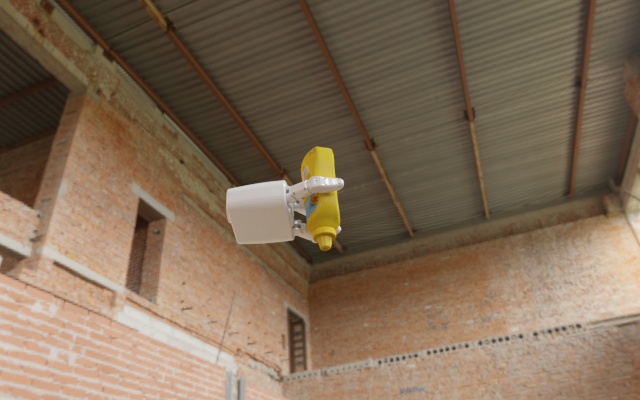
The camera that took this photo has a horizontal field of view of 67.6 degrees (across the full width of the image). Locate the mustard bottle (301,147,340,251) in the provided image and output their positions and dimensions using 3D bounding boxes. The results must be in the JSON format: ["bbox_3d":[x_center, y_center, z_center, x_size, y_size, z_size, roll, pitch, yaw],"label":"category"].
[{"bbox_3d":[0.000,0.003,0.871,0.058,0.191,0.096,7,-35,-18],"label":"mustard bottle"}]
